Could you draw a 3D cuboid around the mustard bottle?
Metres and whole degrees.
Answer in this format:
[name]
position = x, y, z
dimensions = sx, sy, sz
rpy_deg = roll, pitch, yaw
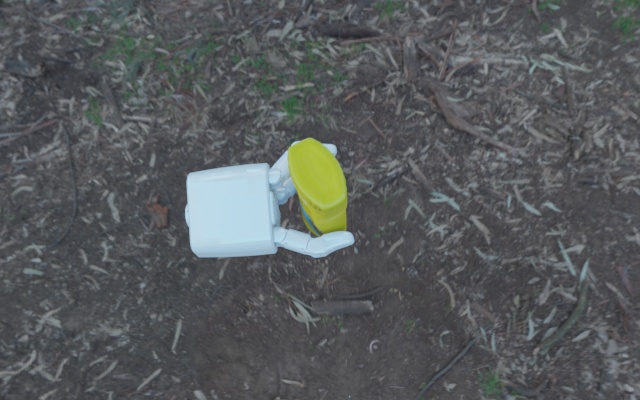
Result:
[mustard bottle]
position = 0.000, 0.002, 0.636
dimensions = 0.058, 0.096, 0.192
rpy_deg = -28, -21, -8
